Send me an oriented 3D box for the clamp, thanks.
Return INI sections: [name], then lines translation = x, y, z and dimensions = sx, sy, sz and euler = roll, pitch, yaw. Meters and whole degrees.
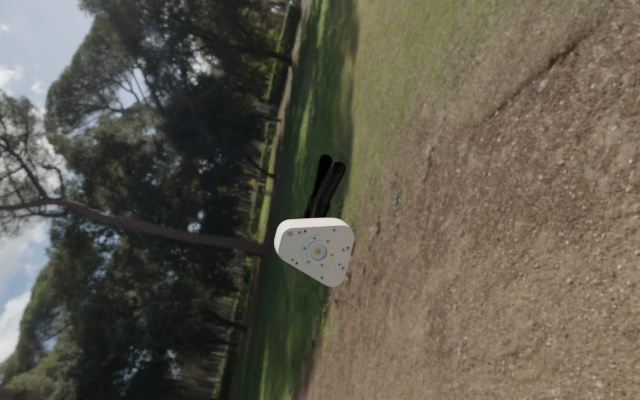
[clamp]
translation = -0.001, 0.003, 0.811
dimensions = 0.039, 0.171, 0.120
euler = 14, 0, -8
